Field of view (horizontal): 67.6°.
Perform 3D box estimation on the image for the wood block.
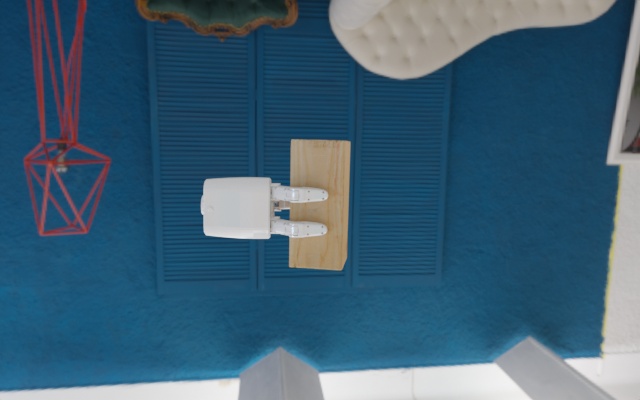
[{"bbox_3d":[0.000,0.003,0.798,0.090,0.206,0.091,2,7,7],"label":"wood block"}]
